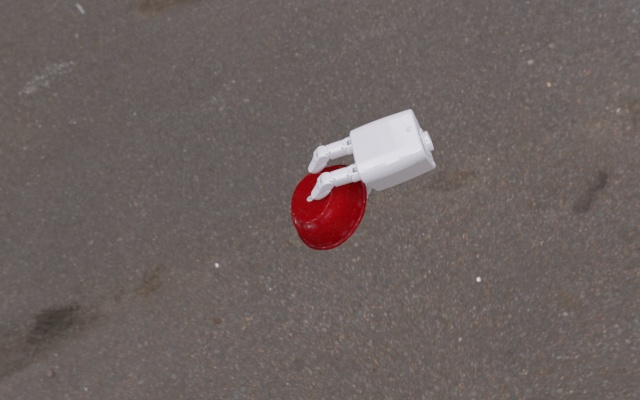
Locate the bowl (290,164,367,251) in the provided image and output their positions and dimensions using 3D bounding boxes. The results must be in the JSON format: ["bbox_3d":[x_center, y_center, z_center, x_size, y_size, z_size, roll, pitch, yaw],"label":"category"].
[{"bbox_3d":[-0.001,0.003,0.834,0.162,0.162,0.055,0,-19,42],"label":"bowl"}]
